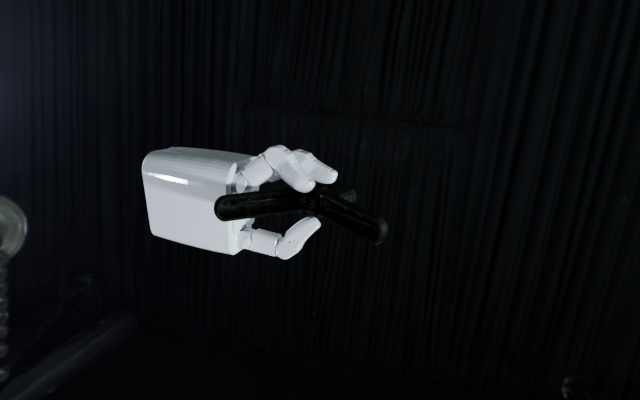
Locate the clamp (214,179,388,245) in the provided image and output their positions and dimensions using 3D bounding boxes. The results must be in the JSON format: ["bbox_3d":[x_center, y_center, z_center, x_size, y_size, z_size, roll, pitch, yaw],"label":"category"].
[{"bbox_3d":[0.000,0.002,0.528,0.164,0.036,0.210,11,13,12],"label":"clamp"}]
